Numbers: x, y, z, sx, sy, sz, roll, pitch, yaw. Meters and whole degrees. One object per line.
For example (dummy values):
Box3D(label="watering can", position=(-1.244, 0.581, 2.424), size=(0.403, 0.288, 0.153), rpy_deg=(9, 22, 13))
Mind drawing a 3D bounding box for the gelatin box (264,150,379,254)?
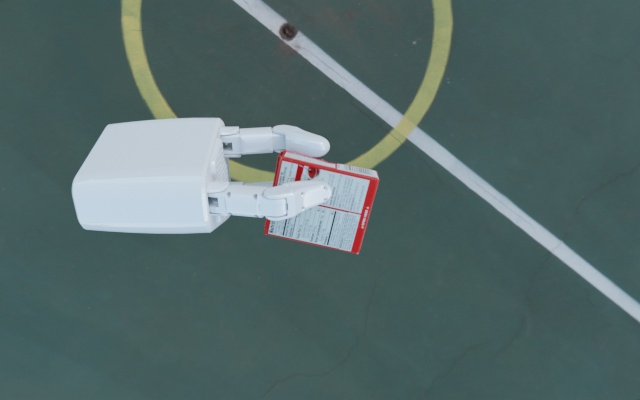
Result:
Box3D(label="gelatin box", position=(0.000, 0.002, 0.423), size=(0.089, 0.073, 0.030), rpy_deg=(13, 19, -1))
